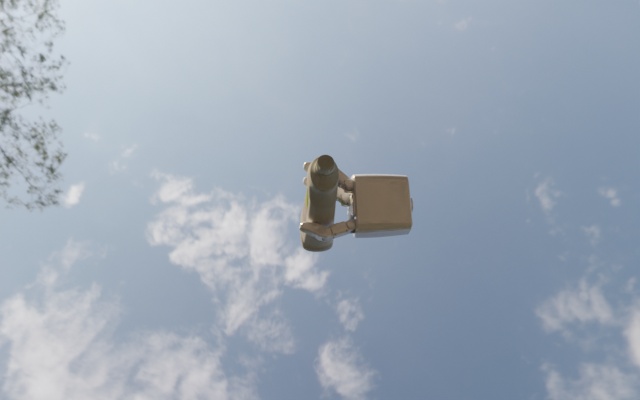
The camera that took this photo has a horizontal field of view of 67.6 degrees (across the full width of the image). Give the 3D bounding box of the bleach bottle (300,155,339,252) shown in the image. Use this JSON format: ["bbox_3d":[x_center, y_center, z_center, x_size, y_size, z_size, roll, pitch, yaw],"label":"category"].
[{"bbox_3d":[0.000,0.003,0.885,0.068,0.102,0.251,-2,-28,-6],"label":"bleach bottle"}]
